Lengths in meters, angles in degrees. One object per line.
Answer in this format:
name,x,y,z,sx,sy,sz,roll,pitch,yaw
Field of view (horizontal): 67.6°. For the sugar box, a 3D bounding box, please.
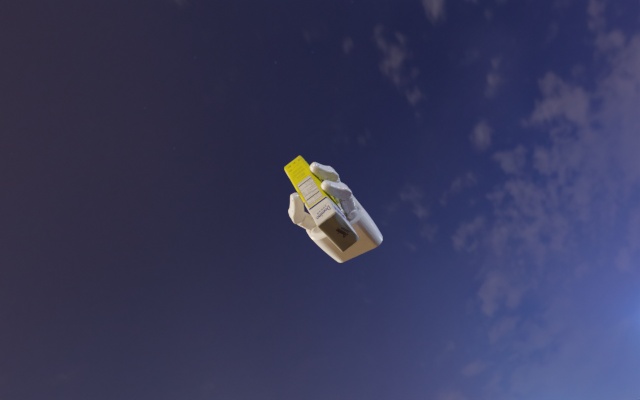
sugar box,0.001,0.002,0.849,0.093,0.048,0.176,48,4,-44
